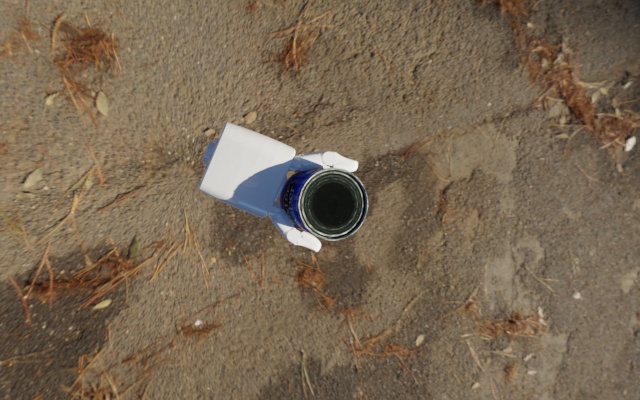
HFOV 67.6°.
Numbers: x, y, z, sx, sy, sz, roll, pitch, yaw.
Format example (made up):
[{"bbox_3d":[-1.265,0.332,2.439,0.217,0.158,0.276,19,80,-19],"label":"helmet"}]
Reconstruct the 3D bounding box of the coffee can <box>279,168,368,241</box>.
[{"bbox_3d":[0.000,0.003,0.731,0.103,0.103,0.140,0,2,-16],"label":"coffee can"}]
